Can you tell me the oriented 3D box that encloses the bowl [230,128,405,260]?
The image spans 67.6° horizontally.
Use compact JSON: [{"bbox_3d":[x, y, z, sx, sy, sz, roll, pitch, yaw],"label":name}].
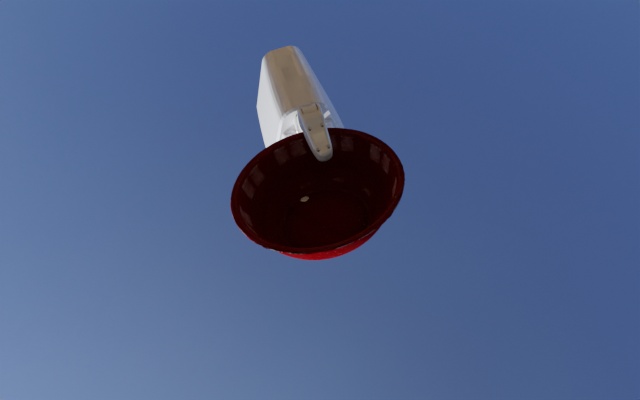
[{"bbox_3d":[0.000,0.003,0.454,0.162,0.162,0.055,0,-44,14],"label":"bowl"}]
